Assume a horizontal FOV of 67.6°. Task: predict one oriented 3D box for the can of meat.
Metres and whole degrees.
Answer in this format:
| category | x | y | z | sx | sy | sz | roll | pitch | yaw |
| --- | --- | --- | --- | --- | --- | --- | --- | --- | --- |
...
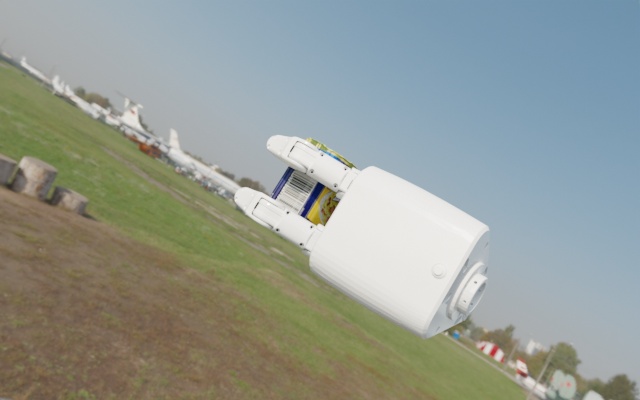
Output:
| category | x | y | z | sx | sy | sz | roll | pitch | yaw |
| --- | --- | --- | --- | --- | --- | --- | --- | --- | --- |
| can of meat | 0.000 | 0.001 | 0.449 | 0.057 | 0.084 | 0.102 | 29 | -5 | 34 |
